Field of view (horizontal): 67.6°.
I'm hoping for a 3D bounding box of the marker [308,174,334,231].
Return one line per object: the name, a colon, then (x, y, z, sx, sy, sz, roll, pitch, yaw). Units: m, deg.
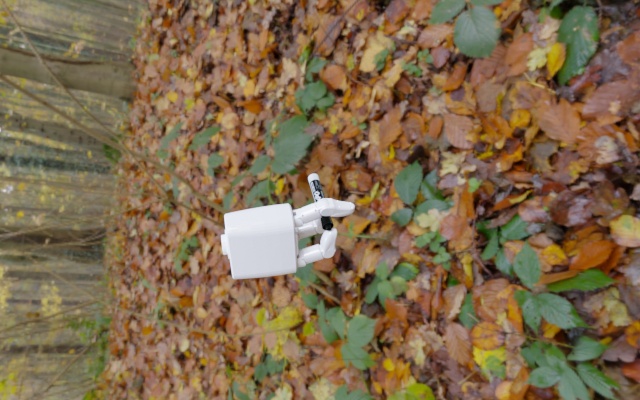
marker: (0.000, 0.003, 0.787, 0.020, 0.121, 0.020, -9, -43, -8)
